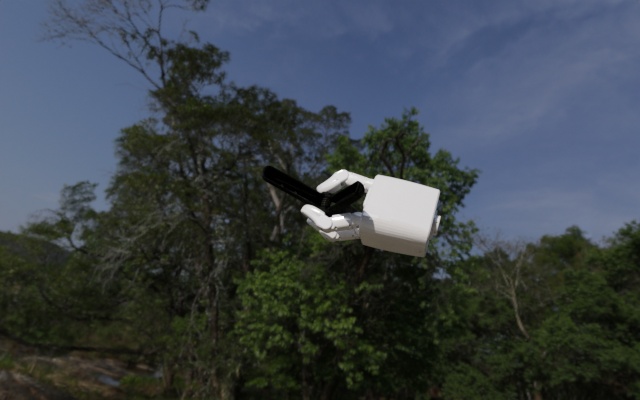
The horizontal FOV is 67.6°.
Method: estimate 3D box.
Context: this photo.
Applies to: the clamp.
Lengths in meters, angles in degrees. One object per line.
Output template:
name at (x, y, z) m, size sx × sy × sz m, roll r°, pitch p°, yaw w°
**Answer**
clamp at (0.001, 0.002, 0.786) m, size 0.164 × 0.036 × 0.210 m, roll 14°, pitch -18°, yaw 15°
